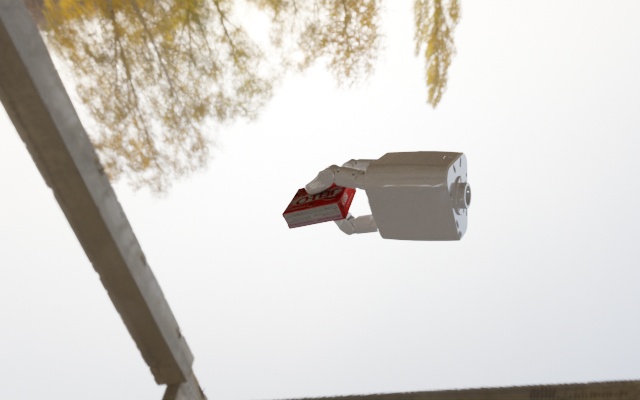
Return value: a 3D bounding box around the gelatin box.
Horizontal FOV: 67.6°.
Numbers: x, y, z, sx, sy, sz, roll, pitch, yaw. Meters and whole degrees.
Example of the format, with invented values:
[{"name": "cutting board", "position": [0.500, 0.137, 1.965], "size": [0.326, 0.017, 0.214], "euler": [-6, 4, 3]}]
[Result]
[{"name": "gelatin box", "position": [0.000, 0.003, 0.662], "size": [0.089, 0.030, 0.073], "euler": [-13, 25, 25]}]
